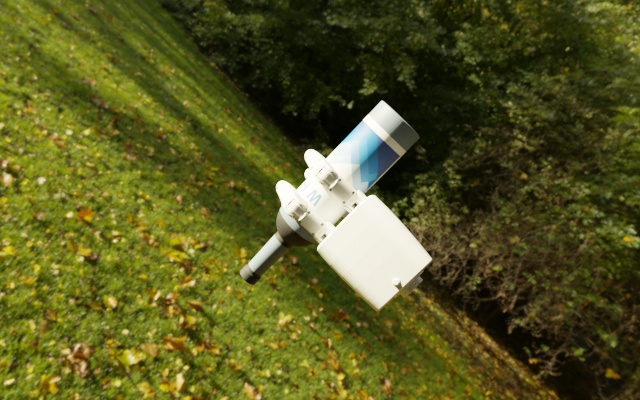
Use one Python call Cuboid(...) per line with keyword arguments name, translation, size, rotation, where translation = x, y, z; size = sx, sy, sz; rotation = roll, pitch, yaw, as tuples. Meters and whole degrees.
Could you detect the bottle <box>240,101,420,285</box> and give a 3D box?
Cuboid(name="bottle", translation=(0.000, 0.002, 0.624), size=(0.069, 0.296, 0.069), rotation=(42, 12, -11))
